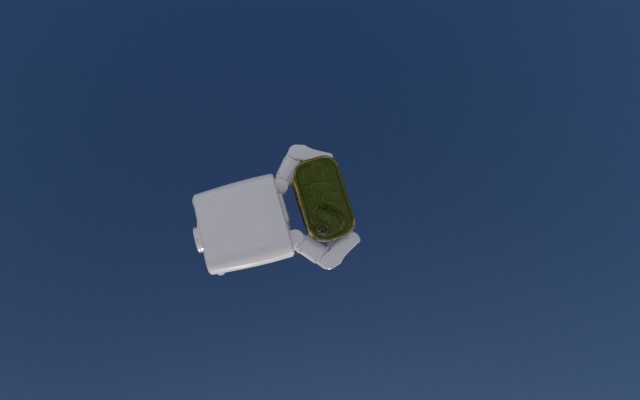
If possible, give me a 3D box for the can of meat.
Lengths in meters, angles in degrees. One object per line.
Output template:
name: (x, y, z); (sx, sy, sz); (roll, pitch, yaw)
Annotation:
can of meat: (0.000, 0.002, 0.613); (0.057, 0.102, 0.084); (-17, -5, -9)
